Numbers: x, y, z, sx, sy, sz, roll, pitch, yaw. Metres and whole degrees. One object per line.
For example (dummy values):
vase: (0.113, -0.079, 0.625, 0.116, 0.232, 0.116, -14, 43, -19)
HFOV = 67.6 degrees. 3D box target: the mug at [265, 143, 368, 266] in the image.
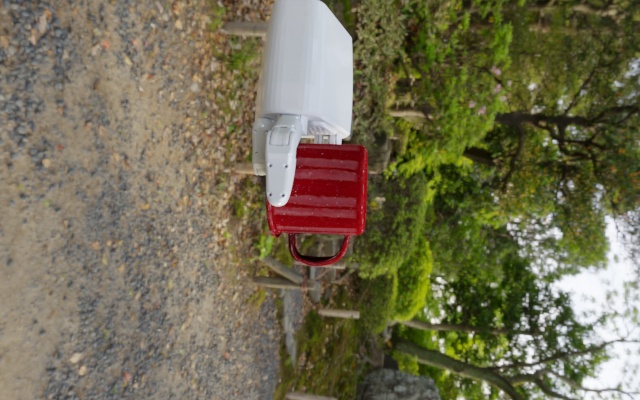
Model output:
mug: (0.000, 0.003, 0.434, 0.081, 0.117, 0.093, 2, -2, 7)
